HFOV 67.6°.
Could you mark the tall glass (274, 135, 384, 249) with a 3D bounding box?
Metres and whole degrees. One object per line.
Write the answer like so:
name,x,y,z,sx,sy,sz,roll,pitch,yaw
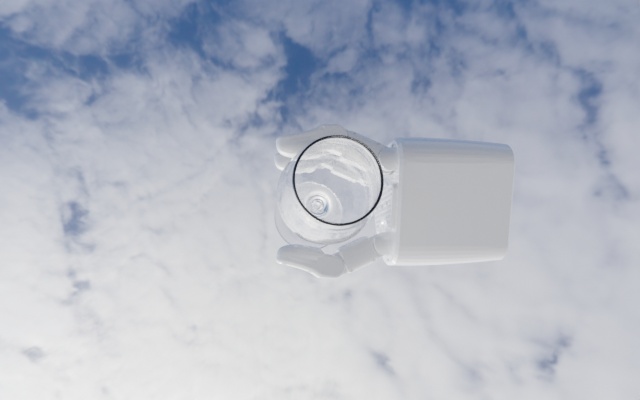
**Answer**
tall glass,0.000,0.002,0.412,0.079,0.079,0.201,0,-9,-7
